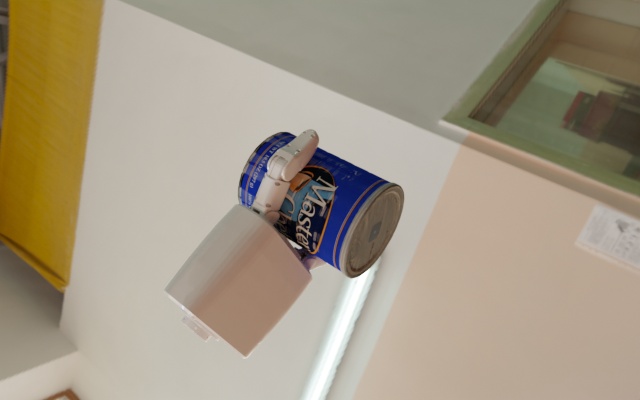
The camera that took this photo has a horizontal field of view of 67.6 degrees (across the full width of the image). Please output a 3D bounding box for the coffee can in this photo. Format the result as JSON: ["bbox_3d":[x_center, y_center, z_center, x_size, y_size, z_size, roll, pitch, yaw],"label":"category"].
[{"bbox_3d":[0.000,0.002,0.496,0.140,0.103,0.103,29,14,27],"label":"coffee can"}]
